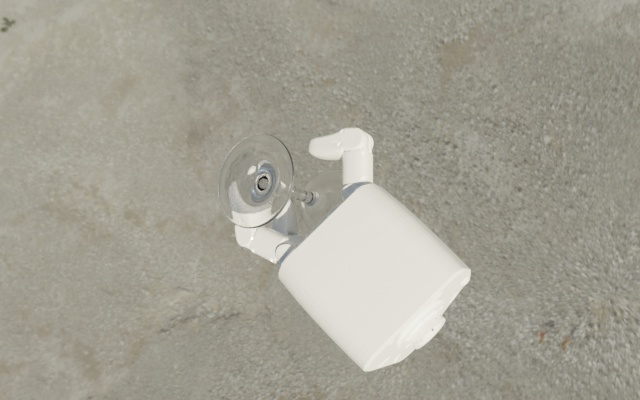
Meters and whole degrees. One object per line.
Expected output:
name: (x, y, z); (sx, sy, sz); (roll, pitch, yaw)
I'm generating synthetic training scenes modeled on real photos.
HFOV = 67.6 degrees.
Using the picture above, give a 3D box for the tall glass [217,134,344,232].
tall glass: (0.000, 0.001, 0.449); (0.079, 0.079, 0.201); (0, -9, 31)
